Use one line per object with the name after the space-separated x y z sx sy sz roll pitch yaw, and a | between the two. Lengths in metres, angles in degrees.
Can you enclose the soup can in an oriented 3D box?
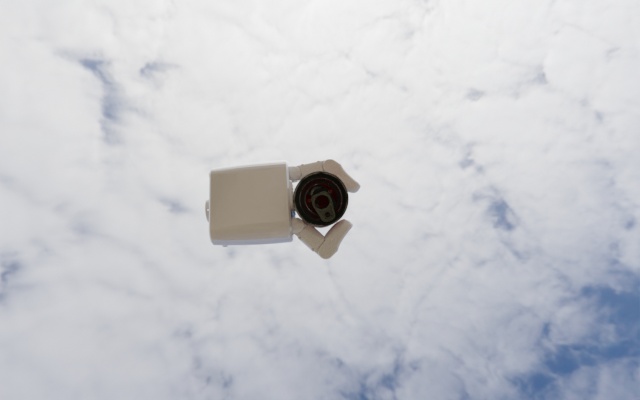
0.001 0.002 0.627 0.068 0.068 0.102 0 -4 0 | soup can
